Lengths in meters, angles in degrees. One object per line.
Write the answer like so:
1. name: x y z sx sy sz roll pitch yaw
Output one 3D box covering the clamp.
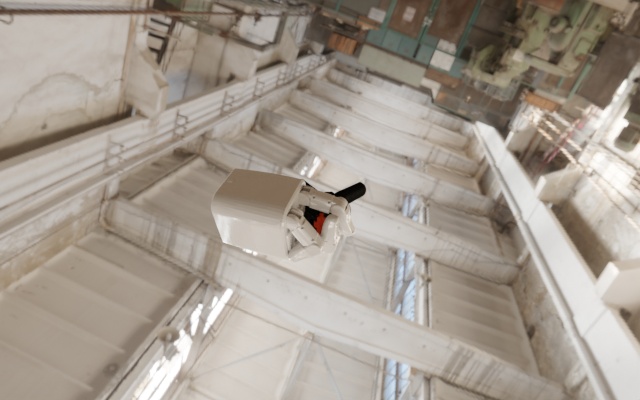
1. clamp: 0.000 0.003 0.753 0.120 0.039 0.171 1 20 16
